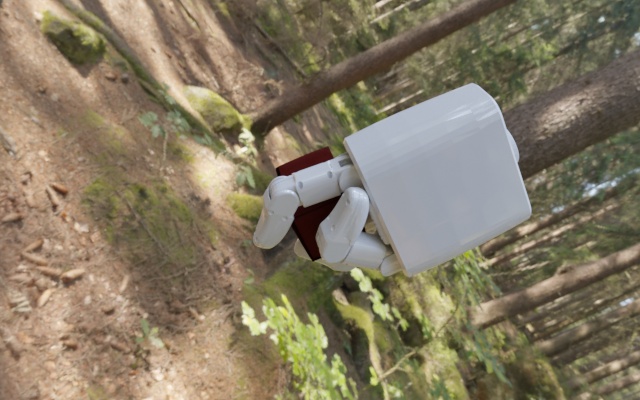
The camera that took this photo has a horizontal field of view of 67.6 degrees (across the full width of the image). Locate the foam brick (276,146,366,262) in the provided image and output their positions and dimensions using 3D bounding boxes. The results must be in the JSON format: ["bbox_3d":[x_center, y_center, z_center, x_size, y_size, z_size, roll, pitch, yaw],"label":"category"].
[{"bbox_3d":[0.000,0.001,0.403,0.051,0.053,0.078,-24,38,4],"label":"foam brick"}]
